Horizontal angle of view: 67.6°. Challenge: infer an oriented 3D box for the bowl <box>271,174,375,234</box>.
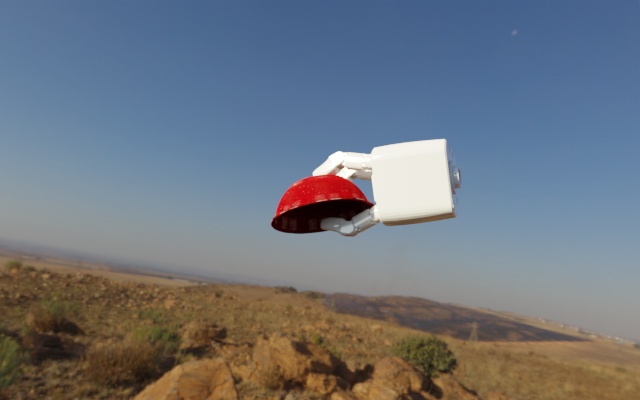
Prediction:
[{"bbox_3d":[-0.001,0.002,0.741,0.162,0.055,0.162,-9,-19,-3],"label":"bowl"}]
